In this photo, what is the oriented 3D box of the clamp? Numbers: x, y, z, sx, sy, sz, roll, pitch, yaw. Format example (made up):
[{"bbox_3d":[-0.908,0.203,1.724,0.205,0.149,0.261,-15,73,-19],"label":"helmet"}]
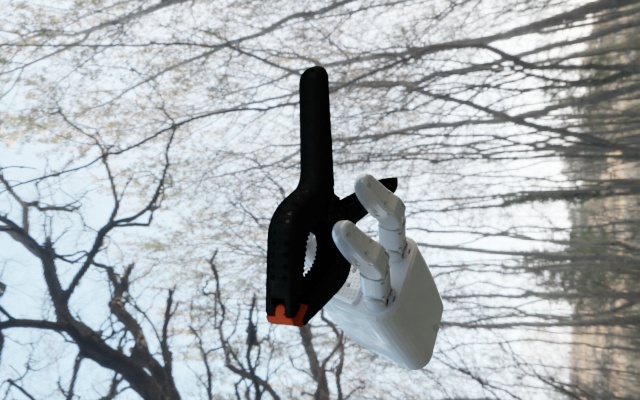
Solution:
[{"bbox_3d":[-0.001,0.002,0.403,0.036,0.210,0.165,-6,-47,37],"label":"clamp"}]
